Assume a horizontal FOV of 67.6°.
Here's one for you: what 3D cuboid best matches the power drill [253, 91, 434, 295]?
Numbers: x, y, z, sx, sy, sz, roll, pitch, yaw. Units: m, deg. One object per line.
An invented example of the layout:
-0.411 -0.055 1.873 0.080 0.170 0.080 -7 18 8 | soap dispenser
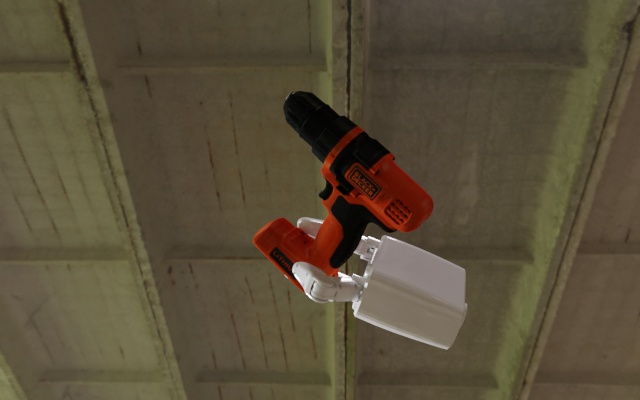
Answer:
0.000 0.002 0.512 0.057 0.184 0.188 -34 -15 -52 | power drill
